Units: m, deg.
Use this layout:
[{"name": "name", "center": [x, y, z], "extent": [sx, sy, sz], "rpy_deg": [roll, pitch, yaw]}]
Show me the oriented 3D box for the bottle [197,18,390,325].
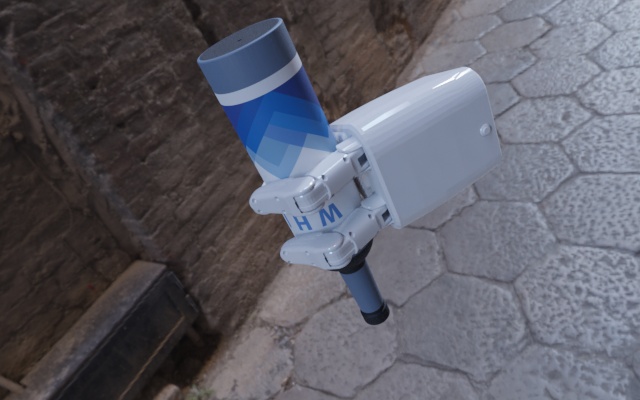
[{"name": "bottle", "center": [0.000, 0.001, 0.407], "extent": [0.069, 0.296, 0.069], "rpy_deg": [-19, 31, 12]}]
